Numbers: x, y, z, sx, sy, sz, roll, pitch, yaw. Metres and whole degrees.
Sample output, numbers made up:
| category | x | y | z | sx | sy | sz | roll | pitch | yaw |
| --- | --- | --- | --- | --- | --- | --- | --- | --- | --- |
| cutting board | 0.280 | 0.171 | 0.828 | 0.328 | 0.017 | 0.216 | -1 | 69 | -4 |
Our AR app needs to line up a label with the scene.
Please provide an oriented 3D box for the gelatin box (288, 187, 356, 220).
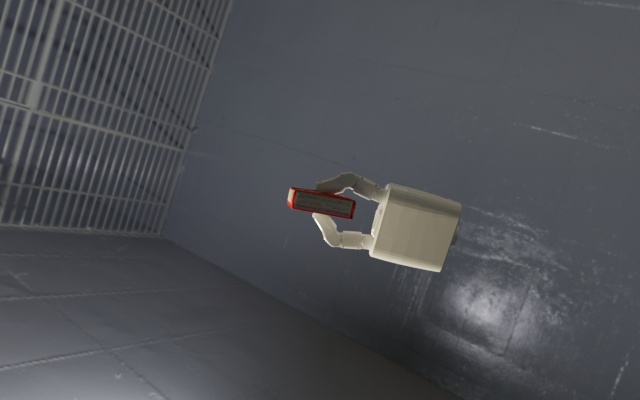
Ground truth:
| category | x | y | z | sx | sy | sz | roll | pitch | yaw |
| --- | --- | --- | --- | --- | --- | --- | --- | --- | --- |
| gelatin box | 0.000 | 0.003 | 0.691 | 0.089 | 0.030 | 0.073 | 10 | 4 | -9 |
